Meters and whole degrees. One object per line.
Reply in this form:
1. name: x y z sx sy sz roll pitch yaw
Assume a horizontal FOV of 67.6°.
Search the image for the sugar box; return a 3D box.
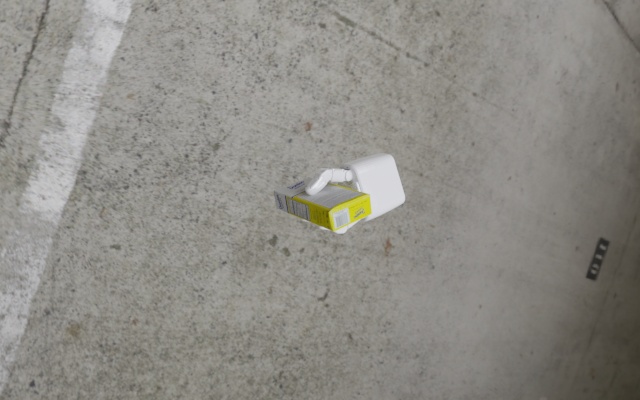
1. sugar box: 0.000 0.003 0.879 0.093 0.048 0.176 -22 22 -32
